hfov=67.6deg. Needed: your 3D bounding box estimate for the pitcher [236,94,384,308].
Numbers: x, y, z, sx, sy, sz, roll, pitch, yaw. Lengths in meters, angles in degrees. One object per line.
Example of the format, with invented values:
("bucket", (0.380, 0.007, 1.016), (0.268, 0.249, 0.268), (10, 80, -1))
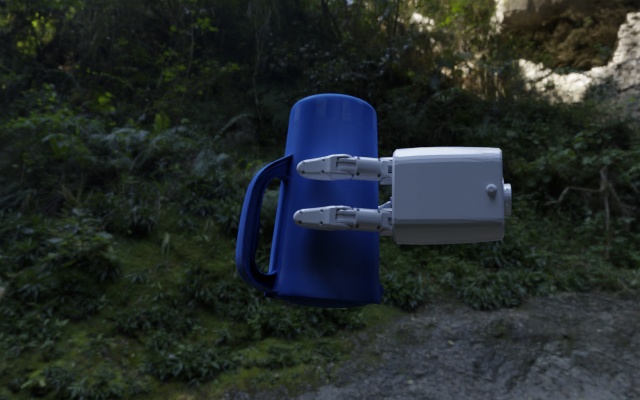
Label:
("pitcher", (0.000, 0.002, 0.563), (0.145, 0.242, 0.149), (-1, -14, 17))
